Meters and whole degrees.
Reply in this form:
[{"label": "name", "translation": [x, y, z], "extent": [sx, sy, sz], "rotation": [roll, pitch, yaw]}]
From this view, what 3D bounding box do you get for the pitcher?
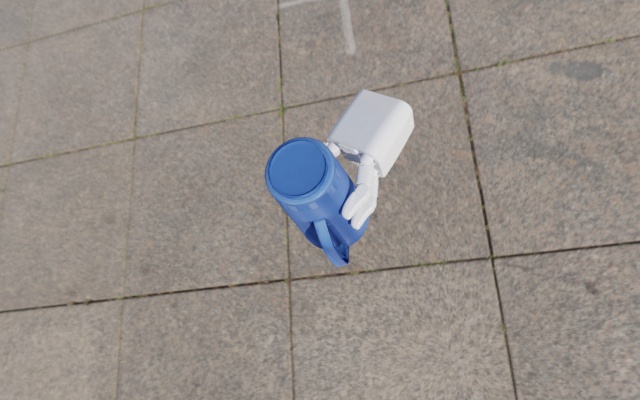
[{"label": "pitcher", "translation": [0.000, 0.002, 0.790], "extent": [0.149, 0.145, 0.243], "rotation": [31, -8, 23]}]
